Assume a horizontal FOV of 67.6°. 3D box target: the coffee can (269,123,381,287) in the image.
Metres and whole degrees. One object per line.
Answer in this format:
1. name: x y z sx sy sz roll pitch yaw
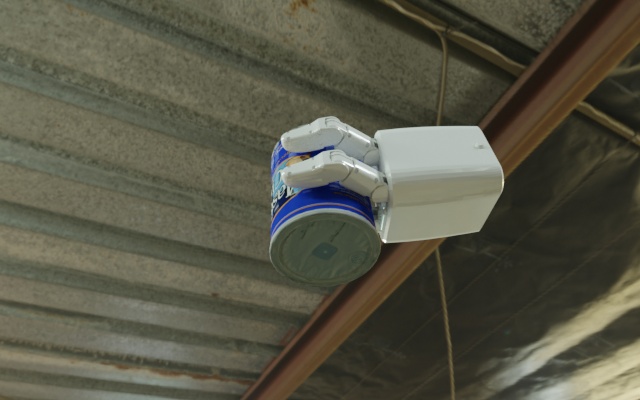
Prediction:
1. coffee can: 0.000 0.002 0.490 0.103 0.103 0.140 0 43 -5
